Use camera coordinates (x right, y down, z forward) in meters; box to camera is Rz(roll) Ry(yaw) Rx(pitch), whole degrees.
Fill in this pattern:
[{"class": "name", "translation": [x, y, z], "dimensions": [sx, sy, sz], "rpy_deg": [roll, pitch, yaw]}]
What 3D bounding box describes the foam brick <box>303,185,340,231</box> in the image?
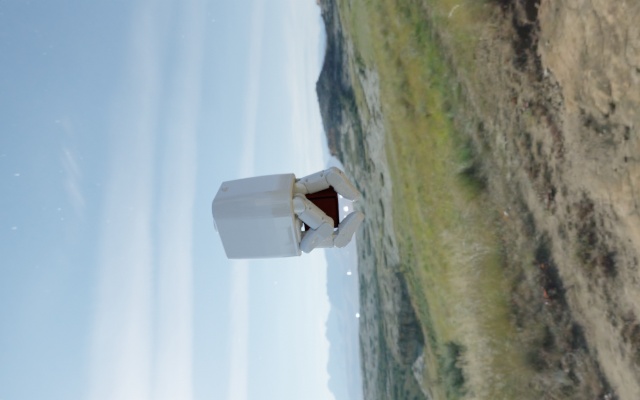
[{"class": "foam brick", "translation": [0.000, 0.002, 0.700], "dimensions": [0.051, 0.053, 0.078], "rpy_deg": [-6, 24, 4]}]
